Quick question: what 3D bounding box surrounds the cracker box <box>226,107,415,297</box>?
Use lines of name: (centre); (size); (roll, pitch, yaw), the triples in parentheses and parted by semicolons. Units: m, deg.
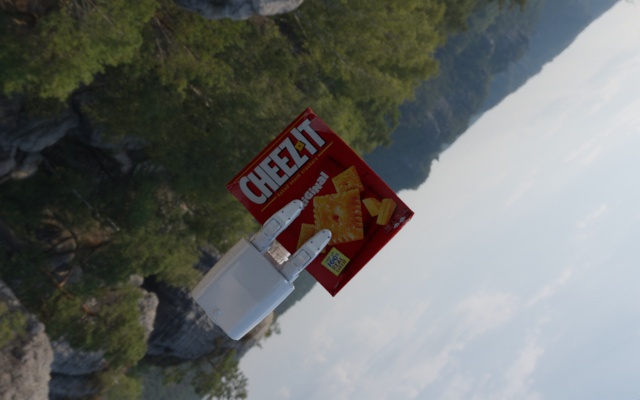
cracker box: (0.000, 0.002, 0.676); (0.164, 0.213, 0.072); (-44, -3, -4)
